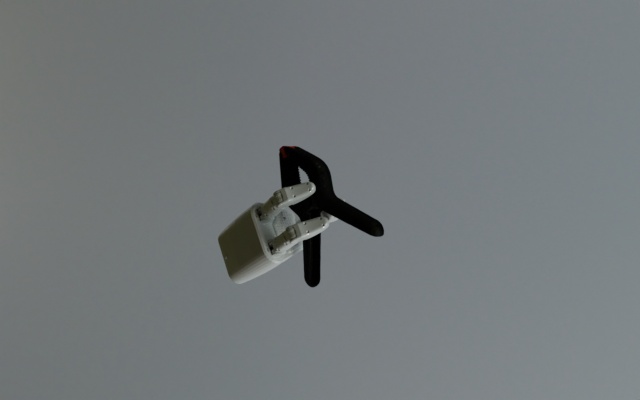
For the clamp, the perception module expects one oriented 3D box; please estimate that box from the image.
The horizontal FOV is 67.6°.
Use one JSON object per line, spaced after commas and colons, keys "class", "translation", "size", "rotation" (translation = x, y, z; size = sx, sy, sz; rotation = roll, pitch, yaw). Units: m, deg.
{"class": "clamp", "translation": [0.000, 0.002, 0.690], "size": [0.036, 0.210, 0.165], "rotation": [-5, -23, -46]}
